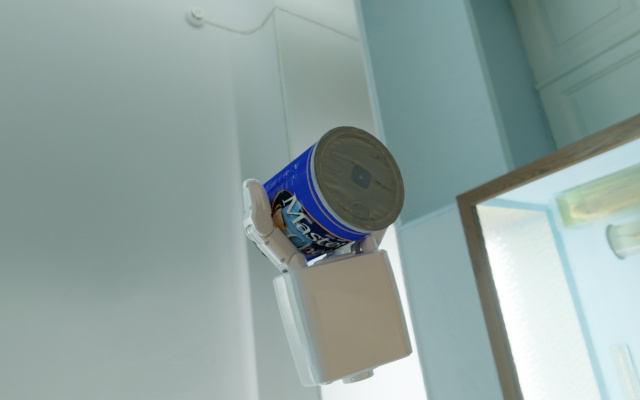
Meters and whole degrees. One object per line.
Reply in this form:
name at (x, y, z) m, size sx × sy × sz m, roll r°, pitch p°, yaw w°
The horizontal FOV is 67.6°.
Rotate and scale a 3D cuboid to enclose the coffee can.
coffee can at (0.000, 0.001, 0.485) m, size 0.103 × 0.102 × 0.140 m, roll 0°, pitch -19°, yaw -35°
